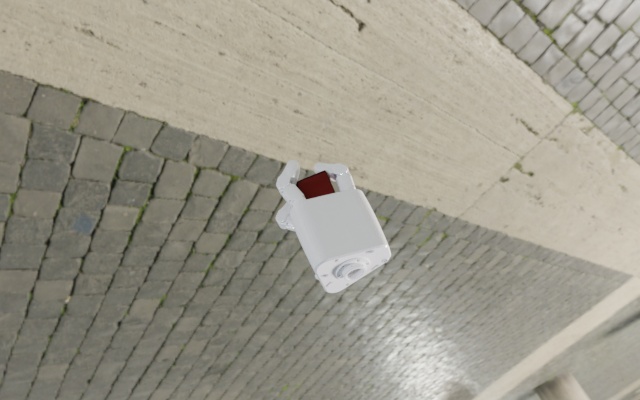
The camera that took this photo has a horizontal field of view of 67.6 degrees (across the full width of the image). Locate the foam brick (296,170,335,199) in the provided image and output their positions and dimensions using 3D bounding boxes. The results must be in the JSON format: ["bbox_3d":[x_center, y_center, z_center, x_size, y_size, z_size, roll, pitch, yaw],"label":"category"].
[{"bbox_3d":[0.000,0.002,0.742,0.053,0.051,0.078,-23,-38,1],"label":"foam brick"}]
